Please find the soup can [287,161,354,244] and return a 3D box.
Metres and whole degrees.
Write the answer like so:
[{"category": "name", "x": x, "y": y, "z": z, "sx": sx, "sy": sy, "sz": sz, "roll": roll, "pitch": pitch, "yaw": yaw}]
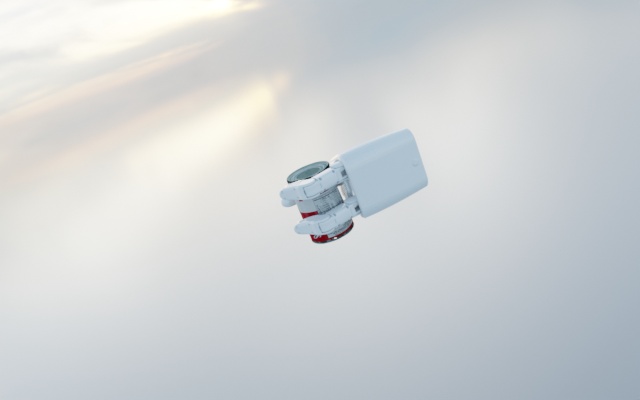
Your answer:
[{"category": "soup can", "x": 0.000, "y": 0.002, "z": 0.690, "sx": 0.068, "sy": 0.102, "sz": 0.068, "roll": -20, "pitch": 19, "yaw": 7}]
